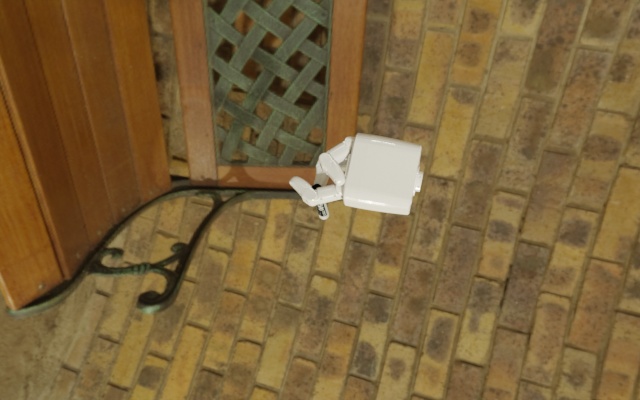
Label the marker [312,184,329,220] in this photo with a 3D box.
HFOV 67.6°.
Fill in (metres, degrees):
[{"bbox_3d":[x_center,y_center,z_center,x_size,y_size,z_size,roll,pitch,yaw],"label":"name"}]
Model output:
[{"bbox_3d":[0.000,0.003,0.829,0.020,0.020,0.121,0,-24,7],"label":"marker"}]
